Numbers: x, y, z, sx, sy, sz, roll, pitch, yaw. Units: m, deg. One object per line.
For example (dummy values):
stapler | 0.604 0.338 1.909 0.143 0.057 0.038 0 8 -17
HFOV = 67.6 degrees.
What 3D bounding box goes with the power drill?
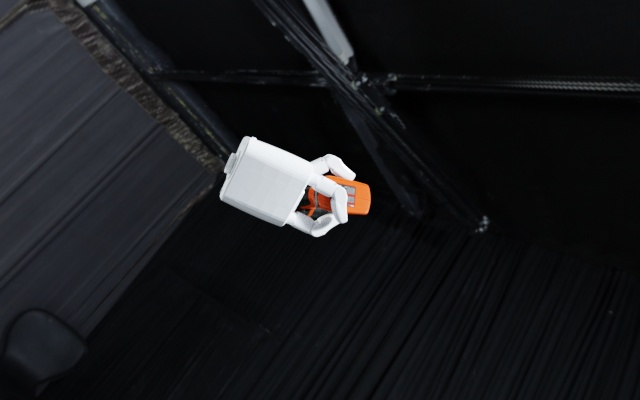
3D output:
power drill | 0.000 0.003 0.855 0.184 0.057 0.187 8 -11 -36
